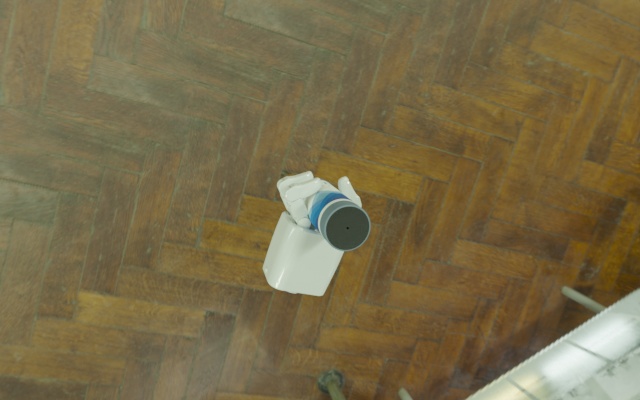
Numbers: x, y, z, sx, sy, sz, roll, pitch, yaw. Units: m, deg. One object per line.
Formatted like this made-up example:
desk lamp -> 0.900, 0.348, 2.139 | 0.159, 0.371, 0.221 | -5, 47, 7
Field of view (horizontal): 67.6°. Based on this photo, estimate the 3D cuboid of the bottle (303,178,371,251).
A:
bottle -> 0.000, 0.003, 0.785 | 0.069, 0.069, 0.295 | 0, 14, -15
